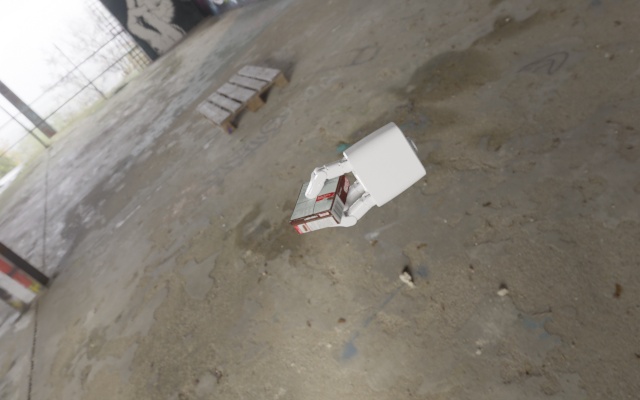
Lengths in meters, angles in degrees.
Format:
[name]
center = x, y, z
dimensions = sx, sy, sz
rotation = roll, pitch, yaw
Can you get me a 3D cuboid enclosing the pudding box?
[pudding box]
center = 0.000, 0.003, 0.877
dimensions = 0.090, 0.039, 0.113
rotation = -17, 34, 29
